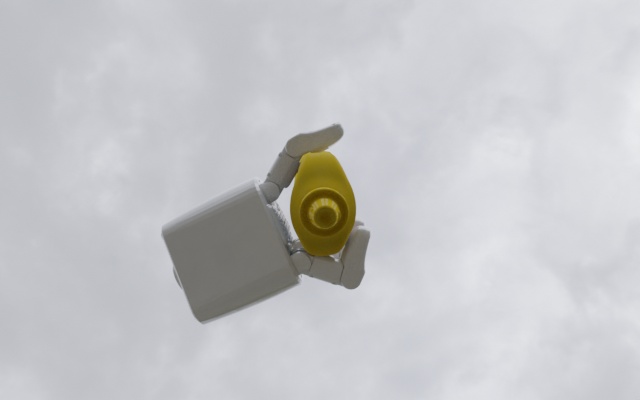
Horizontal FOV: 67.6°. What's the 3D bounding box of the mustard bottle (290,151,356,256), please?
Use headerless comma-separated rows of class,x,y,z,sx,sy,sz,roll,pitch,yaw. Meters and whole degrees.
mustard bottle,0.000,0.001,0.462,0.058,0.096,0.191,-1,7,-1
